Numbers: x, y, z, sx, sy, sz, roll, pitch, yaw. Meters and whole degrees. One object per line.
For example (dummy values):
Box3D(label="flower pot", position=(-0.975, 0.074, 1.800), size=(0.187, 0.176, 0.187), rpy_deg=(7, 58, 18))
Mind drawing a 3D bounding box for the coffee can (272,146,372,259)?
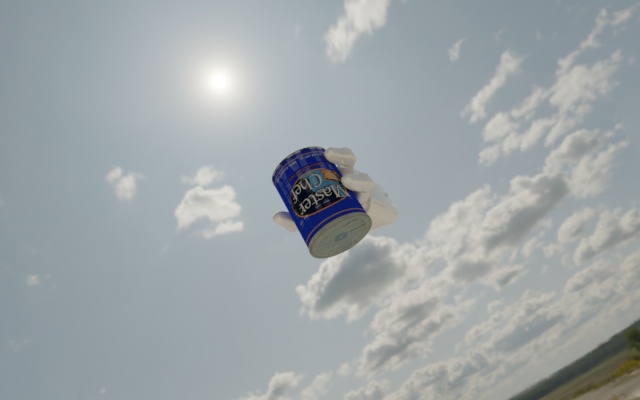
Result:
Box3D(label="coffee can", position=(0.000, 0.003, 0.729), size=(0.103, 0.140, 0.103), rpy_deg=(-22, -30, -14))
